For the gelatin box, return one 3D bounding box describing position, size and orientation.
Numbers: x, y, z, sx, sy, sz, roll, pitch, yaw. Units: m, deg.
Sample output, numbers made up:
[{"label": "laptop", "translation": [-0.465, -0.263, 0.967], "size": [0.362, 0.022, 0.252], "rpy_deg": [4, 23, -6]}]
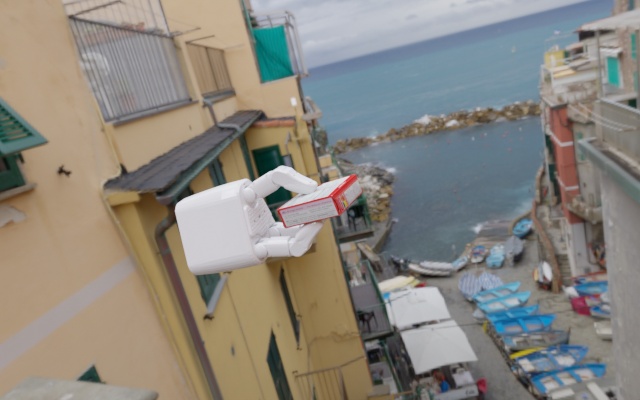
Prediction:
[{"label": "gelatin box", "translation": [0.000, 0.002, 0.611], "size": [0.089, 0.030, 0.073], "rpy_deg": [-16, 14, 33]}]
